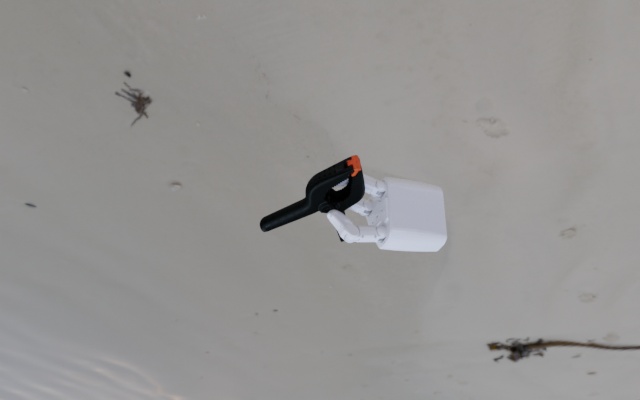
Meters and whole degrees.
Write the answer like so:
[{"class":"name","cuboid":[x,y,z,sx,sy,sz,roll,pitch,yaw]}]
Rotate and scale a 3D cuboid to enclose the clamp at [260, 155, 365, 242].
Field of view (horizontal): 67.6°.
[{"class":"clamp","cuboid":[0.001,0.003,0.763,0.164,0.036,0.210,4,-36,-19]}]
